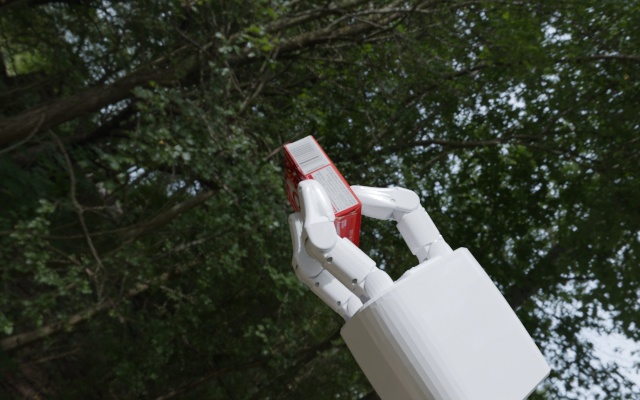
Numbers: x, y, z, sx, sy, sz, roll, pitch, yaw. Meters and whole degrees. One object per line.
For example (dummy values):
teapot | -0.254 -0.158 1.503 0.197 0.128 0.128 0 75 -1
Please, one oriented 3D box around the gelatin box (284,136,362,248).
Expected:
gelatin box | 0.000 0.001 0.409 0.030 0.089 0.073 -23 -34 -17
